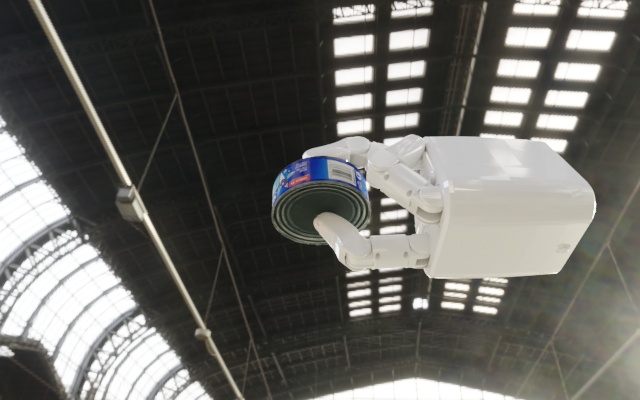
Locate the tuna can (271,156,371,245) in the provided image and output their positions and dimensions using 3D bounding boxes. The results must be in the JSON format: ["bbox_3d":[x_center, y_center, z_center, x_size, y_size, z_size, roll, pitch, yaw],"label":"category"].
[{"bbox_3d":[0.000,0.001,0.420,0.086,0.033,0.086,-2,-40,-2],"label":"tuna can"}]
